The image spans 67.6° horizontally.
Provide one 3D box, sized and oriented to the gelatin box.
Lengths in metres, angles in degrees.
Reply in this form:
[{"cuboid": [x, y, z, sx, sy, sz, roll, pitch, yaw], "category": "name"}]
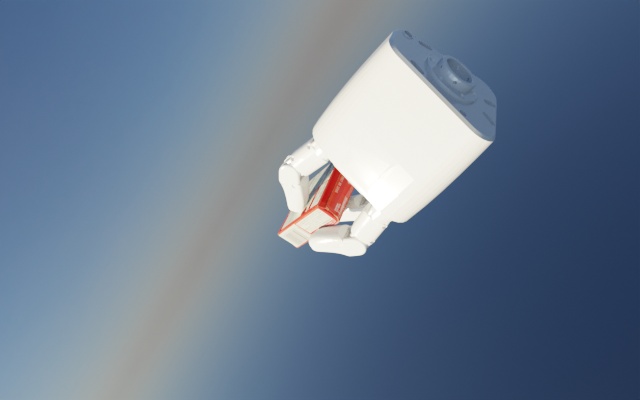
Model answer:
[{"cuboid": [0.000, 0.001, 0.494, 0.030, 0.073, 0.089, 36, -37, -14], "category": "gelatin box"}]
